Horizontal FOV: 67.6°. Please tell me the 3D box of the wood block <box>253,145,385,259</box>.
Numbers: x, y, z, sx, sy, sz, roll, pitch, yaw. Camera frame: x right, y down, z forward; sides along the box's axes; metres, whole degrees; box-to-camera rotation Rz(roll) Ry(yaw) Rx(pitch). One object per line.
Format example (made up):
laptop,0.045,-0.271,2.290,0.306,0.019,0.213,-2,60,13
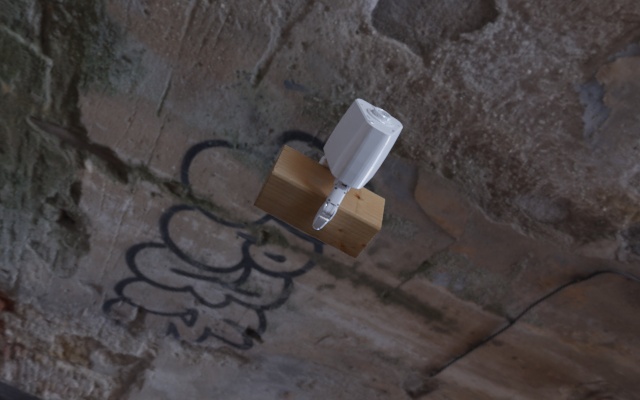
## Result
wood block,0.000,0.003,0.844,0.206,0.090,0.090,28,38,-8
